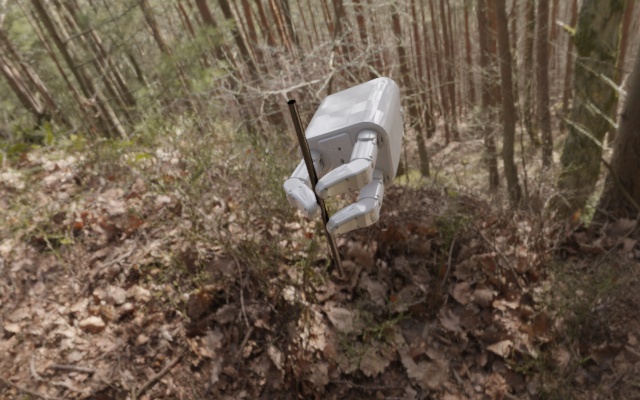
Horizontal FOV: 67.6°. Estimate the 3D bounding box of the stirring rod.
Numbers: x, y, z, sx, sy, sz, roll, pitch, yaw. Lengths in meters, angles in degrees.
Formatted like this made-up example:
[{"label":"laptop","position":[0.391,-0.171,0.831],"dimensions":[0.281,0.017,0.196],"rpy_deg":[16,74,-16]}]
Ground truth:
[{"label":"stirring rod","position":[0.000,0.002,0.495],"dimensions":[0.011,0.240,0.011],"rpy_deg":[-9,41,8]}]
